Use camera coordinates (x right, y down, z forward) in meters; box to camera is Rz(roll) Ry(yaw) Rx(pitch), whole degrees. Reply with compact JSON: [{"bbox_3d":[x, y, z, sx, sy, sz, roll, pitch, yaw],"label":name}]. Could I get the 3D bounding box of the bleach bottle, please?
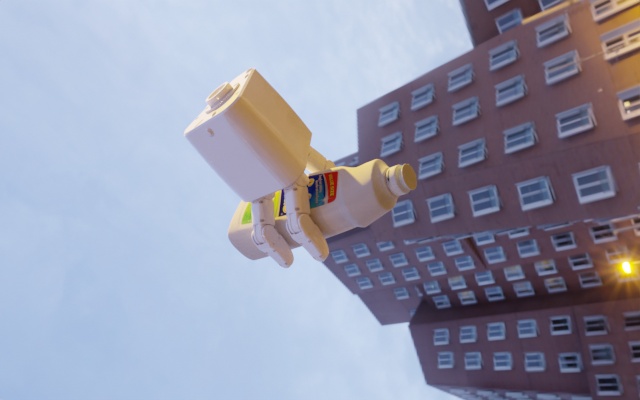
[{"bbox_3d":[0.000,0.002,0.568,0.251,0.102,0.068,-19,-54,38],"label":"bleach bottle"}]
